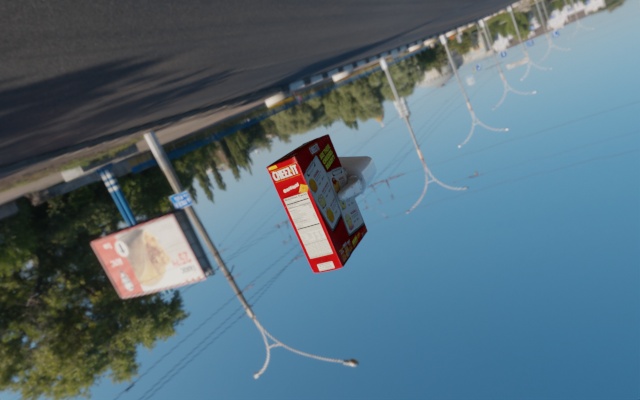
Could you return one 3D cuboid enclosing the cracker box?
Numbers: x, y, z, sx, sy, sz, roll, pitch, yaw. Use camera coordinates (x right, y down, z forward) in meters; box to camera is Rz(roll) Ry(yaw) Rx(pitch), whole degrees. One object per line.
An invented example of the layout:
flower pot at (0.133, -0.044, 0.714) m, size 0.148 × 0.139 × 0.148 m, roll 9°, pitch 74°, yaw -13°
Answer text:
cracker box at (0.000, 0.003, 0.887) m, size 0.072 × 0.214 × 0.164 m, roll -18°, pitch 13°, yaw 27°
